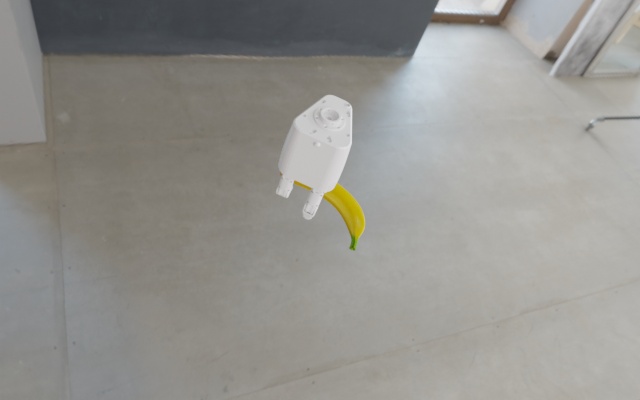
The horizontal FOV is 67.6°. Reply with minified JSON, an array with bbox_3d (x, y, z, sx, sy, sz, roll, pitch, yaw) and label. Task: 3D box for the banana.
[{"bbox_3d":[0.015,-0.004,0.851,0.069,0.197,0.037,-37,-15,-31],"label":"banana"}]
